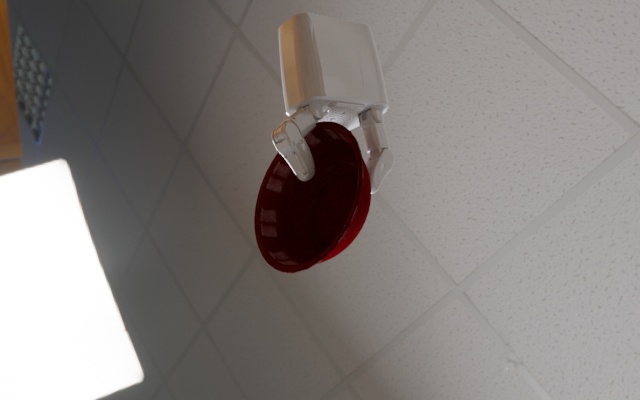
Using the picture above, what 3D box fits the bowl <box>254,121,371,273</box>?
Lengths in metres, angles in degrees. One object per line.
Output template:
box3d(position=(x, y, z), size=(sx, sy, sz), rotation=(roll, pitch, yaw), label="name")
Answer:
box3d(position=(0.000, 0.003, 0.503), size=(0.055, 0.162, 0.162), rotation=(23, -15, -39), label="bowl")
